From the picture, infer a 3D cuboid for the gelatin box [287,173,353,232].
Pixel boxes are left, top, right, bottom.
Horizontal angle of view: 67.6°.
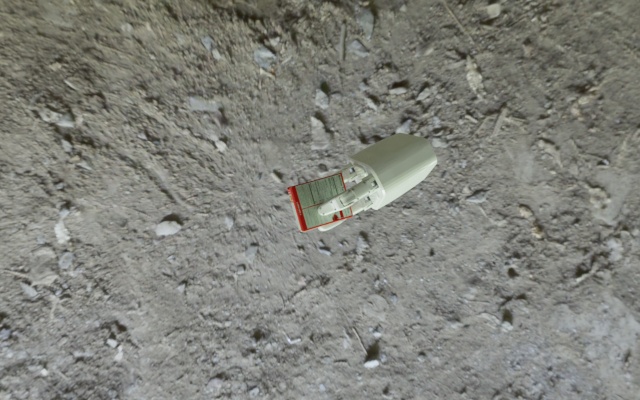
[{"bbox_3d":[0.000,0.003,0.753,0.089,0.073,0.030,-16,2,-16],"label":"gelatin box"}]
